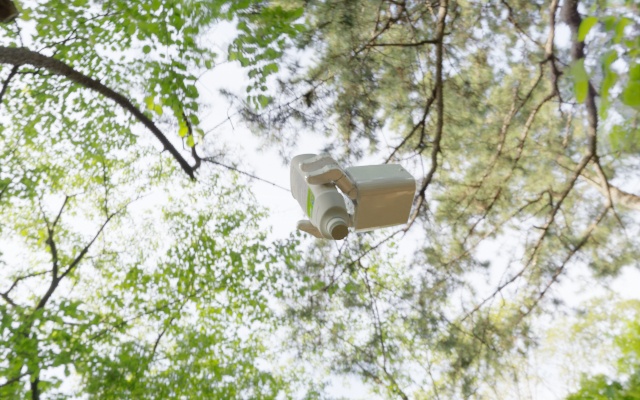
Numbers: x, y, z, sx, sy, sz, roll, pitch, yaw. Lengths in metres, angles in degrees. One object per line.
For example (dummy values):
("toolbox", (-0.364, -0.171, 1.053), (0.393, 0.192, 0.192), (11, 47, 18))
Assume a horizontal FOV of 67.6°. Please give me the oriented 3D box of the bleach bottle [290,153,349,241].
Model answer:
("bleach bottle", (0.000, 0.003, 0.836), (0.068, 0.103, 0.250), (-7, 27, -12))
